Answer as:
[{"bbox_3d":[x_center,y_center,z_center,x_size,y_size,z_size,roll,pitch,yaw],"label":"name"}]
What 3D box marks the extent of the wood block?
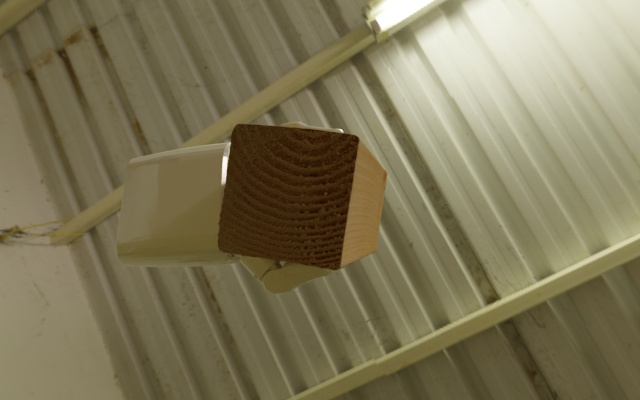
[{"bbox_3d":[0.000,0.001,0.415,0.090,0.091,0.206,7,-1,13],"label":"wood block"}]
